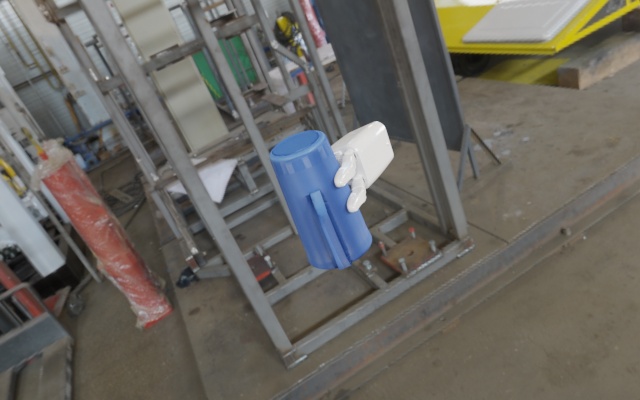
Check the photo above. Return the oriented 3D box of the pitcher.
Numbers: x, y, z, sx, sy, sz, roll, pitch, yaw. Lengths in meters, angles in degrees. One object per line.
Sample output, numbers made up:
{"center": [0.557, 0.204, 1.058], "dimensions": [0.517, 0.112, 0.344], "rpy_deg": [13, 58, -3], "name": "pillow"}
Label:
{"center": [0.000, 0.003, 0.880], "dimensions": [0.149, 0.243, 0.145], "rpy_deg": [5, 37, 43], "name": "pitcher"}
